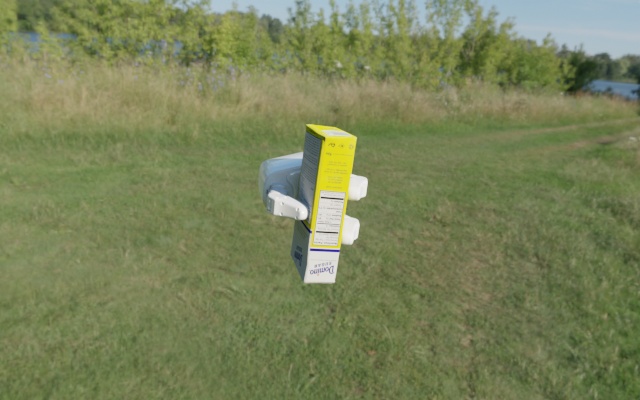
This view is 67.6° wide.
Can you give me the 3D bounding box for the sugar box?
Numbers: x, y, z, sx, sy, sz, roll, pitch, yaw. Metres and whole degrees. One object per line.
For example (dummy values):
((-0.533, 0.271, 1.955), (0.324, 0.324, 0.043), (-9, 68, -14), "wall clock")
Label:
((0.001, 0.002, 0.581), (0.048, 0.176, 0.093), (2, 16, -14), "sugar box")
